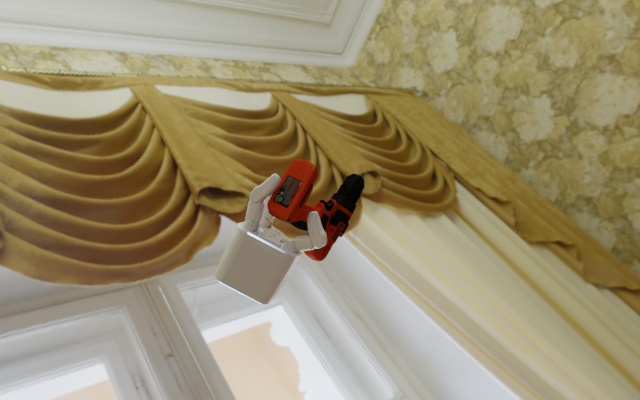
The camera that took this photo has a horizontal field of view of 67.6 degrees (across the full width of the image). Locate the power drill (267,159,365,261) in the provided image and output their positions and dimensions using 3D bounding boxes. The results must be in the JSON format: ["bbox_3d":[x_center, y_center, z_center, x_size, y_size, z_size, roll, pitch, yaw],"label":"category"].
[{"bbox_3d":[0.000,0.003,0.847,0.057,0.184,0.188,22,-12,36],"label":"power drill"}]
